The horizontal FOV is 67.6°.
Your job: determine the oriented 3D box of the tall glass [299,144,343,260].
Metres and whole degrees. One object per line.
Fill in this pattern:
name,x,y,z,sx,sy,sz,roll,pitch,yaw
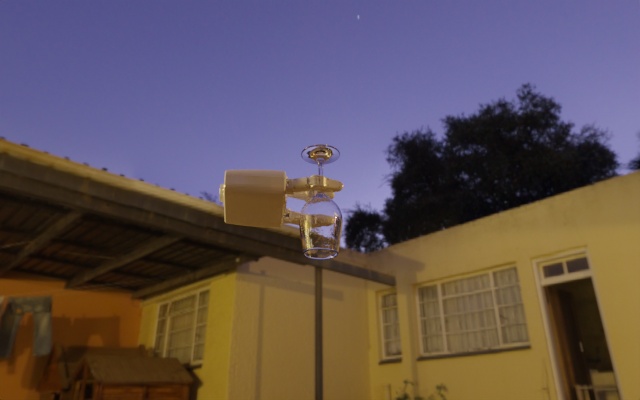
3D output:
tall glass,0.000,0.002,0.869,0.079,0.201,0.079,0,-24,0
